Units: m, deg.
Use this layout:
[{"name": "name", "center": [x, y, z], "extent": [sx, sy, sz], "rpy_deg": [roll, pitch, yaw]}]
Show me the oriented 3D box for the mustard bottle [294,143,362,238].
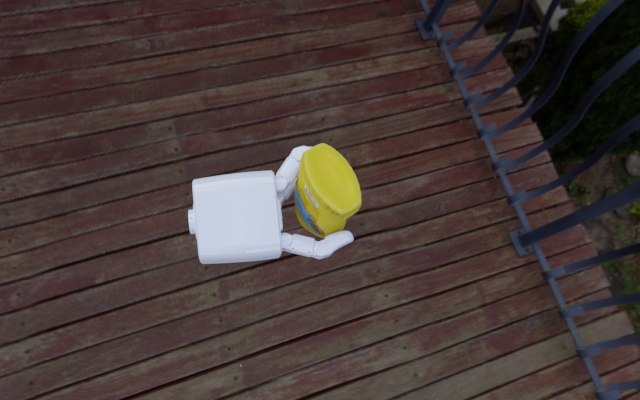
[{"name": "mustard bottle", "center": [0.000, 0.002, 0.662], "extent": [0.058, 0.096, 0.192], "rpy_deg": [-29, -12, -17]}]
